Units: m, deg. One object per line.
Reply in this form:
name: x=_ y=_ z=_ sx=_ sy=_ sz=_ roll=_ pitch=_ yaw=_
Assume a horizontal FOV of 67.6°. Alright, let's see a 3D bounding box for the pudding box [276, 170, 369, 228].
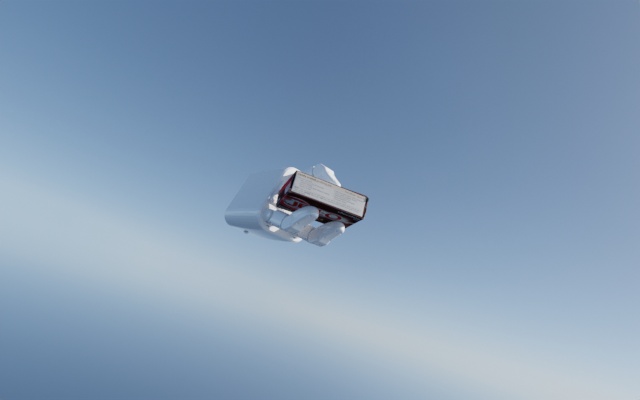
pudding box: x=0.000 y=0.002 z=0.683 sx=0.113 sy=0.039 sz=0.090 roll=18 pitch=-17 yaw=-12
